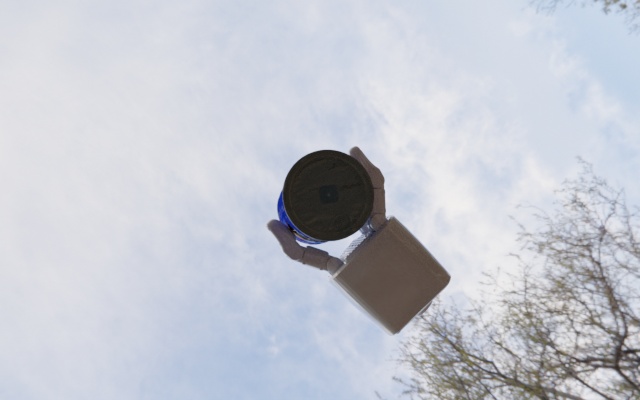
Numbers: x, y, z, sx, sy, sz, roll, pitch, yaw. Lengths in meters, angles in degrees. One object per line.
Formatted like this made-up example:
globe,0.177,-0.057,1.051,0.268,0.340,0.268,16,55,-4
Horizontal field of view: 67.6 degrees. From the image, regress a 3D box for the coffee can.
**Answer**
coffee can,0.000,0.002,0.594,0.103,0.103,0.140,0,-7,-8
